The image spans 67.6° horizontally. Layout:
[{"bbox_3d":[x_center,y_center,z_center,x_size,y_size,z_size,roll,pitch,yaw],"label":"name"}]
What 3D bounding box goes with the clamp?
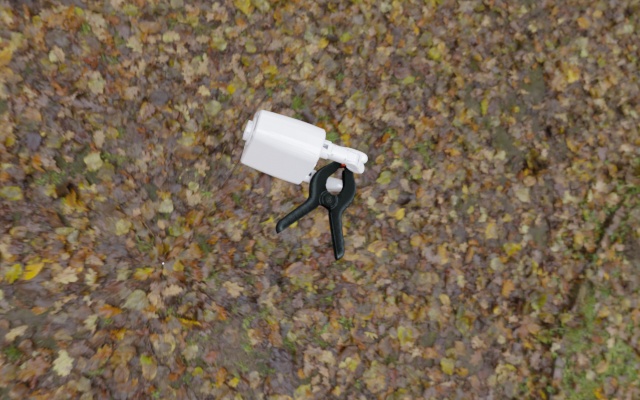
[{"bbox_3d":[0.000,0.002,0.788,0.120,0.171,0.039,18,-12,-14],"label":"clamp"}]
